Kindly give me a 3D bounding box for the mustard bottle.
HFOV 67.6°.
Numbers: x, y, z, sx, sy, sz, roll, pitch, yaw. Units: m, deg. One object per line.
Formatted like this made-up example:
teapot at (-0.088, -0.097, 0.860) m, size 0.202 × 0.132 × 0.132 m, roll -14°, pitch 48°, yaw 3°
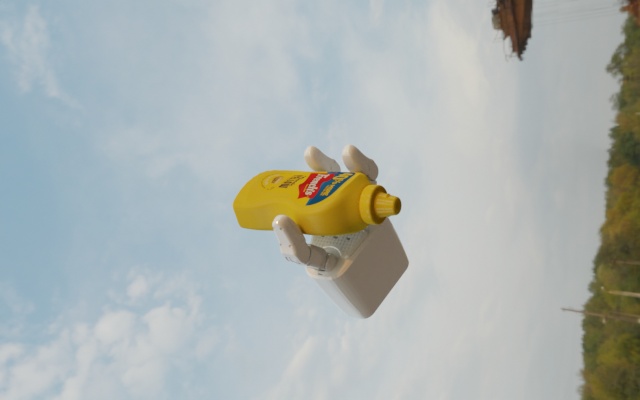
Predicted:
mustard bottle at (0.000, 0.001, 0.529) m, size 0.191 × 0.058 × 0.096 m, roll 4°, pitch 29°, yaw 36°
